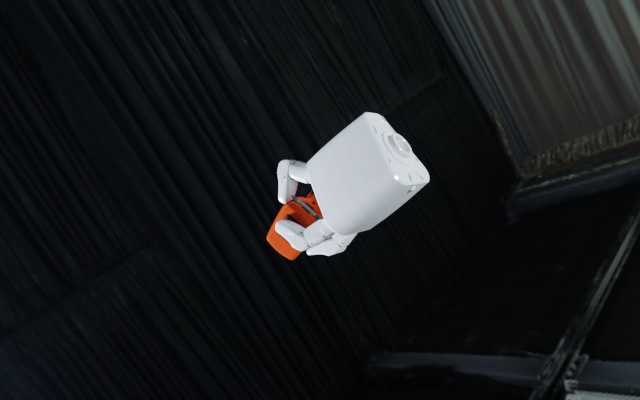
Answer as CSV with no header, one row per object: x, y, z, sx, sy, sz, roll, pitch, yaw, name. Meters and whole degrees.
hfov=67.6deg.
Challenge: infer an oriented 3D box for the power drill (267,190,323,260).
0.000,0.002,0.714,0.187,0.057,0.184,-48,-7,-40,power drill
